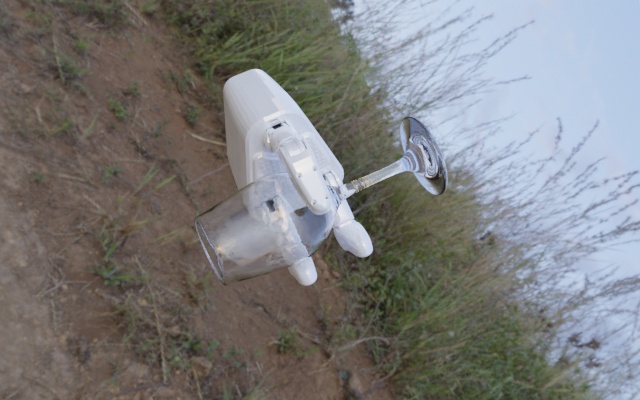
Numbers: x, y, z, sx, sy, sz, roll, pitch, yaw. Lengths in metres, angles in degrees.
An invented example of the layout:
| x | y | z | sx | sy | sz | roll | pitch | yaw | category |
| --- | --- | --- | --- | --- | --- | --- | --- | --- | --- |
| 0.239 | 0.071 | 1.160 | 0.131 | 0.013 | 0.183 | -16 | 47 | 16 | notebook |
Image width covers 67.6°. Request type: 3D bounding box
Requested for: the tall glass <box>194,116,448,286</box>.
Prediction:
| x | y | z | sx | sy | sz | roll | pitch | yaw | category |
| --- | --- | --- | --- | --- | --- | --- | --- | --- | --- |
| 0.001 | 0.001 | 0.403 | 0.201 | 0.079 | 0.079 | -24 | 4 | -8 | tall glass |
